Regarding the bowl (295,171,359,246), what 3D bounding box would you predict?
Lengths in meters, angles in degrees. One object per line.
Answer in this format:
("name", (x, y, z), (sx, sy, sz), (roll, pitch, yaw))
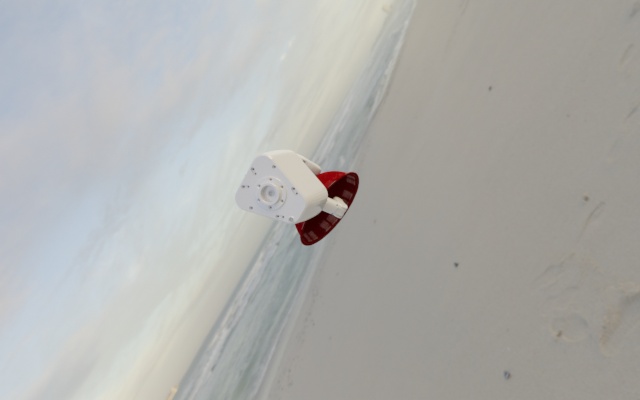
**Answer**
("bowl", (0.000, 0.003, 0.878), (0.055, 0.162, 0.162), (37, 16, 22))
